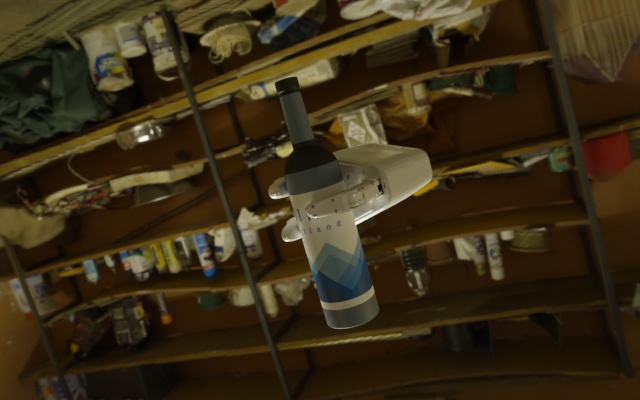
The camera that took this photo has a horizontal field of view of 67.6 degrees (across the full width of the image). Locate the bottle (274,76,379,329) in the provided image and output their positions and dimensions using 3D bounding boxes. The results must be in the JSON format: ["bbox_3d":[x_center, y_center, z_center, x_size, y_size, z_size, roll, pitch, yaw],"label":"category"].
[{"bbox_3d":[0.000,0.002,0.567,0.069,0.296,0.069,-16,8,2],"label":"bottle"}]
